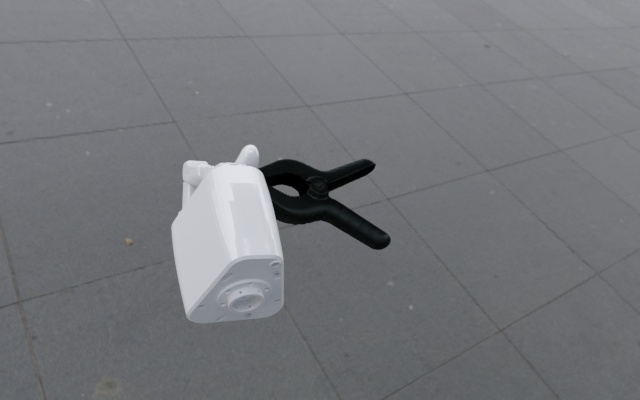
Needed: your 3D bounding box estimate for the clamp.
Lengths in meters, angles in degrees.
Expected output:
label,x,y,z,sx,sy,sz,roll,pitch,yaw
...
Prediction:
label,x,y,z,sx,sy,sz,roll,pitch,yaw
clamp,0.000,0.001,0.524,0.171,0.120,0.039,-1,-39,-23
